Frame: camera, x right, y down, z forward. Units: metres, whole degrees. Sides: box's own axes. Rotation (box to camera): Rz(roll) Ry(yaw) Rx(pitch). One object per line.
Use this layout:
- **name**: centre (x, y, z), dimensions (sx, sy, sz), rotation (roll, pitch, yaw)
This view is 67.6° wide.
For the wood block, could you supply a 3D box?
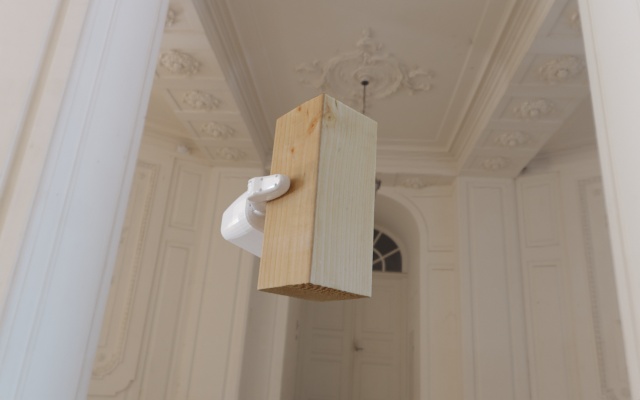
- **wood block**: centre (0.000, 0.002, 0.535), dimensions (0.091, 0.206, 0.090), rotation (19, -25, -37)
